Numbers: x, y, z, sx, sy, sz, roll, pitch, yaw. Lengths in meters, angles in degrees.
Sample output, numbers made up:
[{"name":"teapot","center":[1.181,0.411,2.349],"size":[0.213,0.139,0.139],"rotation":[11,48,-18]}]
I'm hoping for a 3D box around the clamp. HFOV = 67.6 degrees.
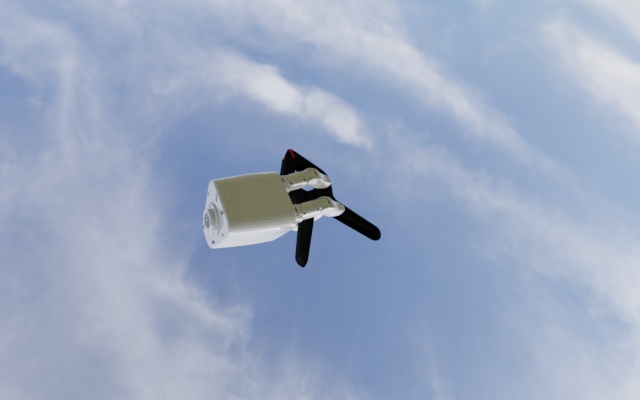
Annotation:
[{"name":"clamp","center":[-0.001,0.003,0.792],"size":[0.164,0.210,0.036],"rotation":[-8,-30,-32]}]
